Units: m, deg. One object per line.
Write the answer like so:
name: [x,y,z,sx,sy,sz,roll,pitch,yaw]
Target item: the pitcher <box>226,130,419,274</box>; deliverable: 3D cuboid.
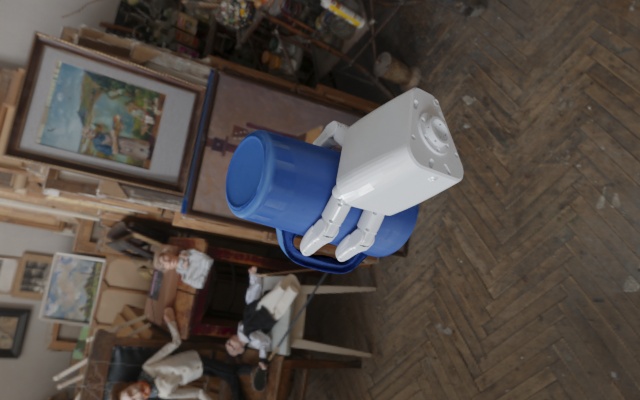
pitcher: [0.000,0.002,0.631,0.243,0.149,0.145,15,-29,-37]
